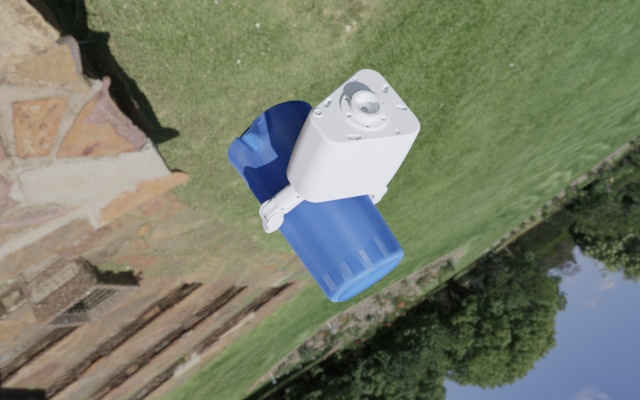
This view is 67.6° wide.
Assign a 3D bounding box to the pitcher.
[{"bbox_3d":[0.000,0.002,0.620,0.149,0.242,0.145,-25,-19,-27],"label":"pitcher"}]
